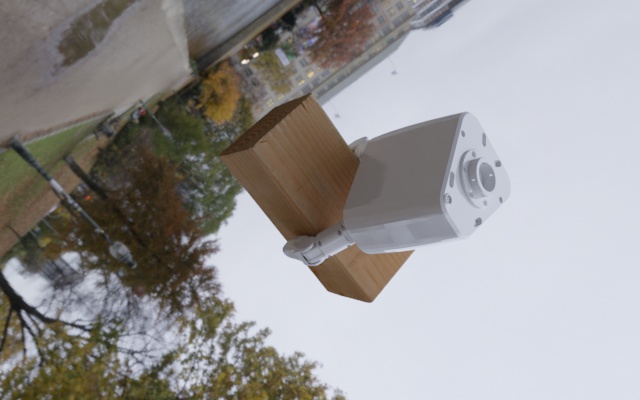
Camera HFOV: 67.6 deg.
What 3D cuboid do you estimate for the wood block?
[{"bbox_3d":[0.000,0.002,0.513,0.090,0.206,0.090,-45,22,-23],"label":"wood block"}]
